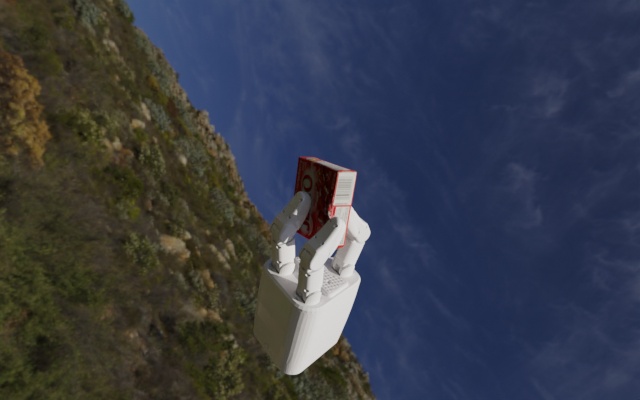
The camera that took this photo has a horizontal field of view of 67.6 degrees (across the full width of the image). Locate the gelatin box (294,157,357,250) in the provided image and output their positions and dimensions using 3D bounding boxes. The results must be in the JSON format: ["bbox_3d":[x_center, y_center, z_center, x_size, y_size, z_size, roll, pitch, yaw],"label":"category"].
[{"bbox_3d":[0.001,0.001,0.534,0.030,0.089,0.073,-2,17,-38],"label":"gelatin box"}]
